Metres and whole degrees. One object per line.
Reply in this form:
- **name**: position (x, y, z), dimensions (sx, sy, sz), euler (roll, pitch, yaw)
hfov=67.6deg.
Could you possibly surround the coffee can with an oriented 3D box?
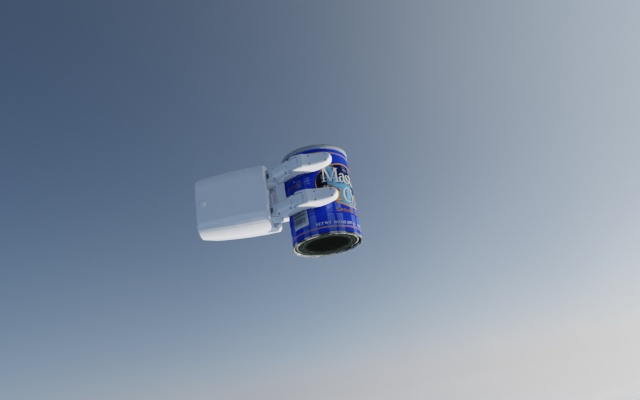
- **coffee can**: position (0.000, 0.002, 0.713), dimensions (0.103, 0.140, 0.103), euler (-8, -23, -4)
